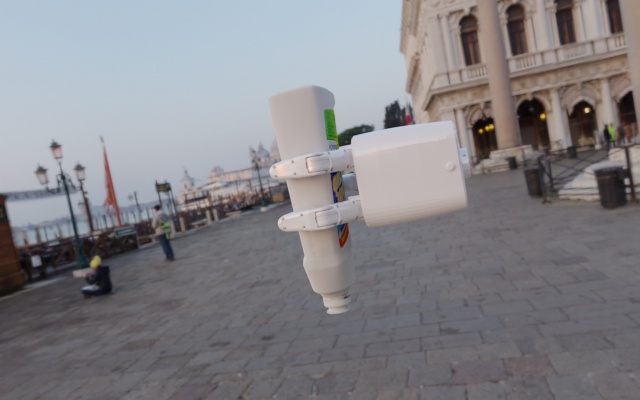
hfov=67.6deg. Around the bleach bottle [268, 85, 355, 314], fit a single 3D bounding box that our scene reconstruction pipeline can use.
[{"bbox_3d":[0.000,0.002,0.549,0.068,0.251,0.102,-10,3,14],"label":"bleach bottle"}]
